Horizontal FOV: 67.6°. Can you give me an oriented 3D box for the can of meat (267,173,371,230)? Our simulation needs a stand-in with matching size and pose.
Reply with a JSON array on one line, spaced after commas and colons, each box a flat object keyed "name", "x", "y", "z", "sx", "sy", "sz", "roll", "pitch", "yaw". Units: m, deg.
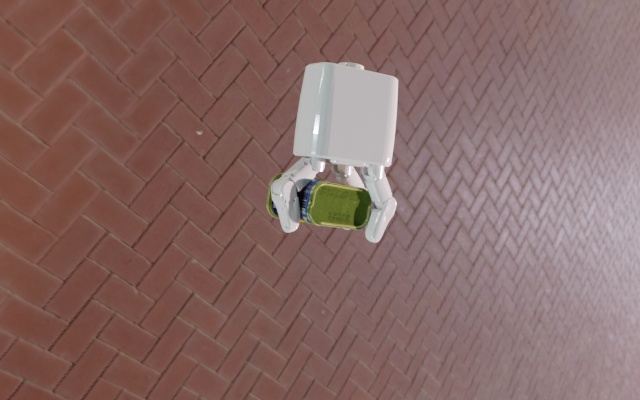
[{"name": "can of meat", "x": 0.000, "y": 0.002, "z": 0.586, "sx": 0.102, "sy": 0.057, "sz": 0.084, "roll": 8, "pitch": 2, "yaw": -40}]
